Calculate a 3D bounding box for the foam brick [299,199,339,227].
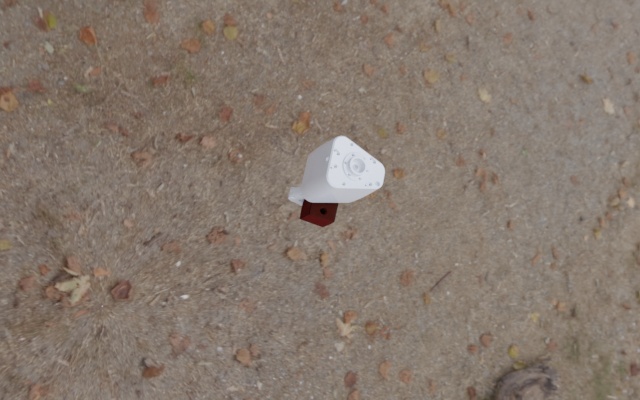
[{"bbox_3d":[0.000,0.003,0.893,0.053,0.078,0.051,18,-17,-20],"label":"foam brick"}]
